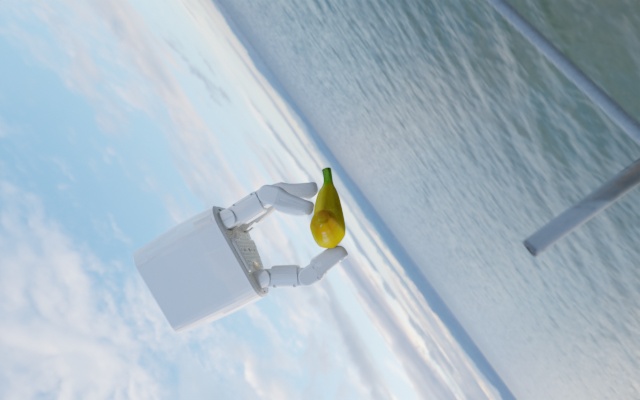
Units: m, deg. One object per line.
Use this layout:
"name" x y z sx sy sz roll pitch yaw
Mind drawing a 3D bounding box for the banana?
"banana" 0.006 0.018 0.546 0.037 0.070 0.197 -18 16 5
